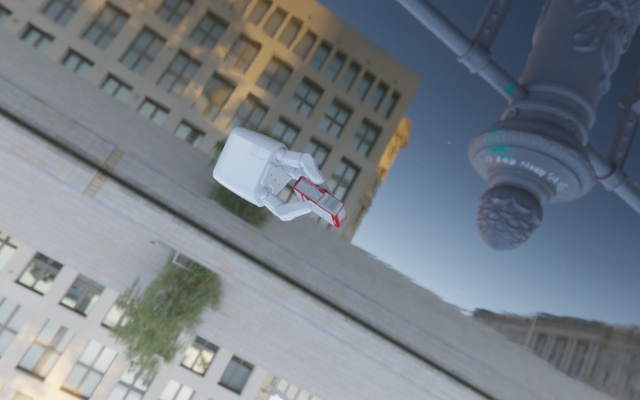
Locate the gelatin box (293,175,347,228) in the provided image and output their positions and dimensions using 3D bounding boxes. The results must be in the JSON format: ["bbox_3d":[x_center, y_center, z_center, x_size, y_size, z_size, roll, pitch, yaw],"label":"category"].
[{"bbox_3d":[0.000,0.003,0.798,0.089,0.030,0.073,35,-12,16],"label":"gelatin box"}]
